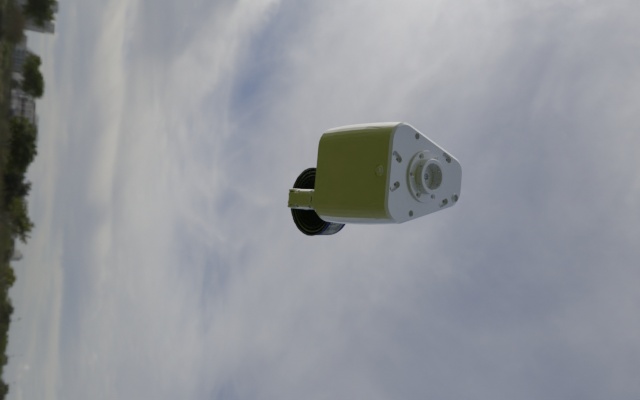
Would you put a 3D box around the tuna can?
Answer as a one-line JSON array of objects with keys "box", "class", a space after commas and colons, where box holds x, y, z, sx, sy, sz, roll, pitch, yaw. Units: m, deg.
[{"box": [0.000, 0.002, 0.605, 0.034, 0.086, 0.086, 3, -2, -39], "class": "tuna can"}]
